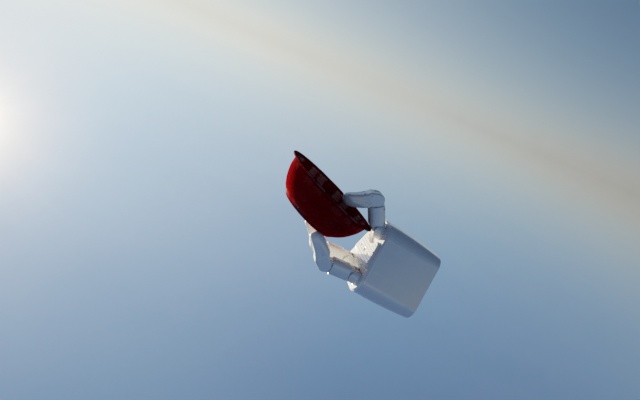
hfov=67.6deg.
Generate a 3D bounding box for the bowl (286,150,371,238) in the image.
[{"bbox_3d":[-0.001,0.002,0.700,0.055,0.162,0.162,-43,-7,8],"label":"bowl"}]
